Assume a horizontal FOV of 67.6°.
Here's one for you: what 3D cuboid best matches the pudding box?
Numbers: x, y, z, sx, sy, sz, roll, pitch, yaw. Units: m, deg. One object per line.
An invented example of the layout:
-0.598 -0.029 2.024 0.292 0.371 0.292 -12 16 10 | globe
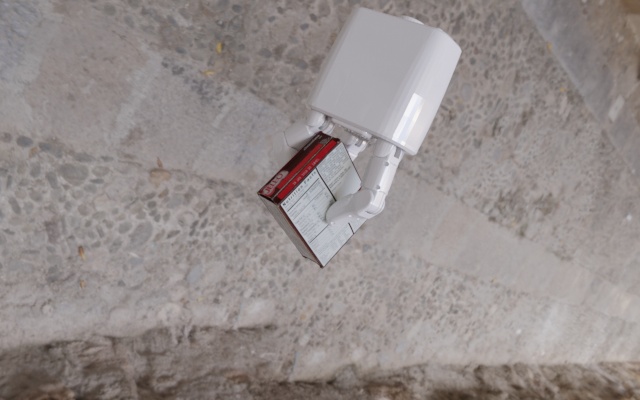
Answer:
0.000 0.002 0.479 0.039 0.090 0.114 29 -22 44 | pudding box
